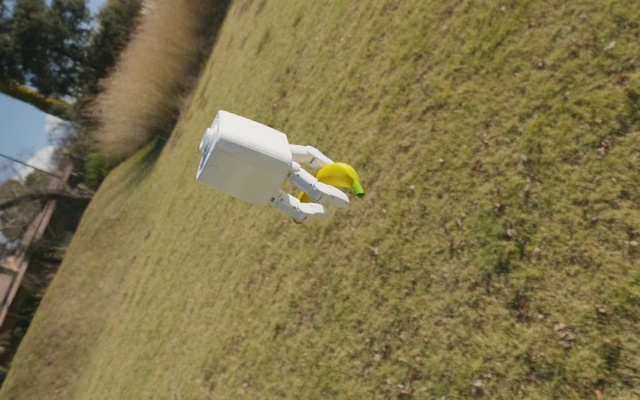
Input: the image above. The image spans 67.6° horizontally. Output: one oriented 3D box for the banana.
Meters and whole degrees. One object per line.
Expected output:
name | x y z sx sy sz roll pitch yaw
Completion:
banana | 0.004 -0.016 0.754 0.037 0.069 0.198 18 -23 -24
